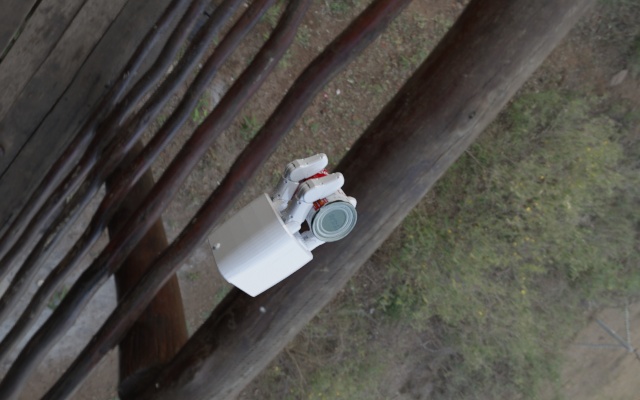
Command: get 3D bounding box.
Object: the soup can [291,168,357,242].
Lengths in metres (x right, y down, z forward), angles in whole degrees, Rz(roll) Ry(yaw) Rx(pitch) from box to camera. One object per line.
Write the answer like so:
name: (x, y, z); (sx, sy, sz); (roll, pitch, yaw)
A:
soup can: (0.001, 0.002, 0.669); (0.068, 0.068, 0.102); (0, 32, -26)
